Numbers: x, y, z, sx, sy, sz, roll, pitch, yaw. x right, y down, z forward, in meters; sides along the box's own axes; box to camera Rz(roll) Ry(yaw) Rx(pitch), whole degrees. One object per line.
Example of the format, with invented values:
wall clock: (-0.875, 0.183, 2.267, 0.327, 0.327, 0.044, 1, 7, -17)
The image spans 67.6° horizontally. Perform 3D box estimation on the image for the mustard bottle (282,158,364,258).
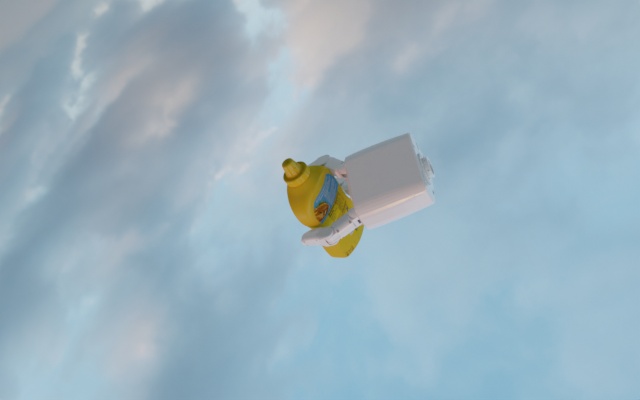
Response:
mustard bottle: (0.000, 0.003, 0.742, 0.058, 0.096, 0.192, -1, -37, 37)
